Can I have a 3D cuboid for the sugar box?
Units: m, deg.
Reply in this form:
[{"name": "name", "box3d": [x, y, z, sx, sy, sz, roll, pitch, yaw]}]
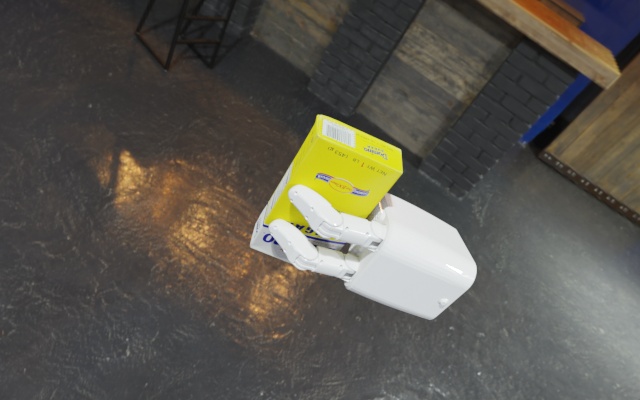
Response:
[{"name": "sugar box", "box3d": [0.000, 0.002, 0.504, 0.093, 0.176, 0.048, 22, 38, -13]}]
